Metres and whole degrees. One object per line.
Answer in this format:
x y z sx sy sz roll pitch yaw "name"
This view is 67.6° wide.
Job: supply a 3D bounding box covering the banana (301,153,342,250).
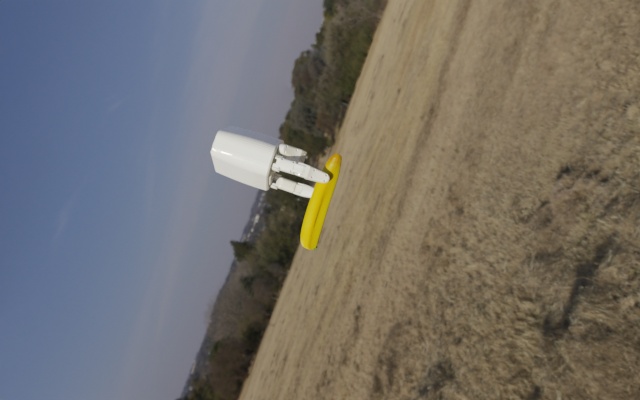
-0.003 0.012 0.856 0.037 0.198 0.069 18 22 2 "banana"
